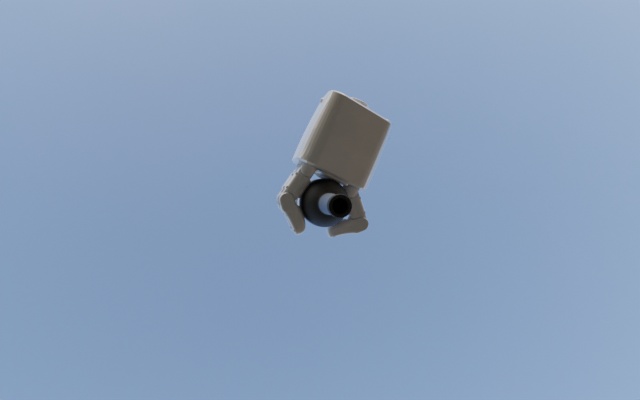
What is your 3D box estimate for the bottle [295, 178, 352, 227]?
[{"bbox_3d":[0.000,0.002,0.685,0.069,0.069,0.295,0,2,-9],"label":"bottle"}]
